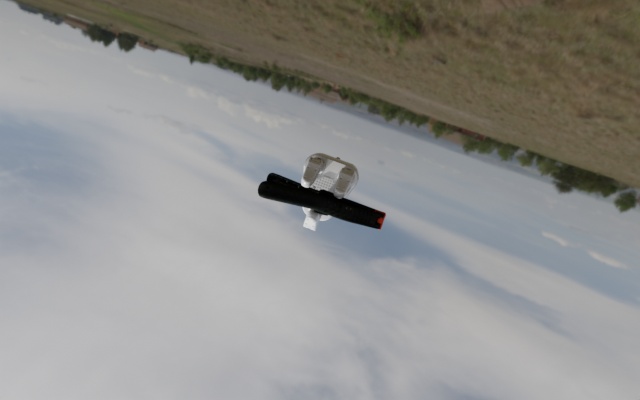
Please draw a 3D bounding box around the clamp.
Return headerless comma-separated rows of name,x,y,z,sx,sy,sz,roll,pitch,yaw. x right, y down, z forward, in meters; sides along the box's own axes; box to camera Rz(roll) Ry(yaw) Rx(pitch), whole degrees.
clamp,0.000,0.003,0.749,0.210,0.036,0.164,19,8,3
